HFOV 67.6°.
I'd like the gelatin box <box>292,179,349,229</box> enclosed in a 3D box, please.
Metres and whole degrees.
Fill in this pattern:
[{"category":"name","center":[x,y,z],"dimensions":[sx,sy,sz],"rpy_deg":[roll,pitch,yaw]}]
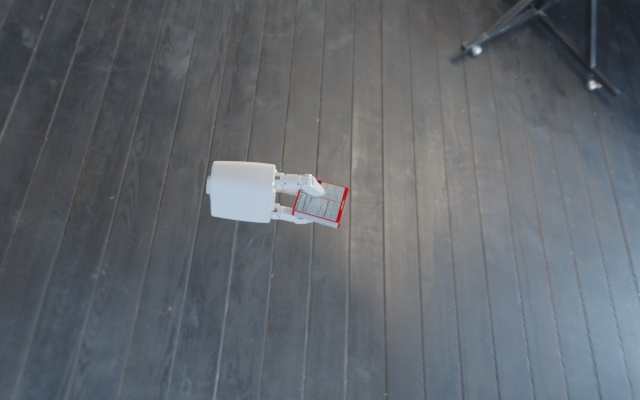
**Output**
[{"category":"gelatin box","center":[0.001,0.003,0.862],"dimensions":[0.089,0.073,0.030],"rpy_deg":[15,-25,3]}]
